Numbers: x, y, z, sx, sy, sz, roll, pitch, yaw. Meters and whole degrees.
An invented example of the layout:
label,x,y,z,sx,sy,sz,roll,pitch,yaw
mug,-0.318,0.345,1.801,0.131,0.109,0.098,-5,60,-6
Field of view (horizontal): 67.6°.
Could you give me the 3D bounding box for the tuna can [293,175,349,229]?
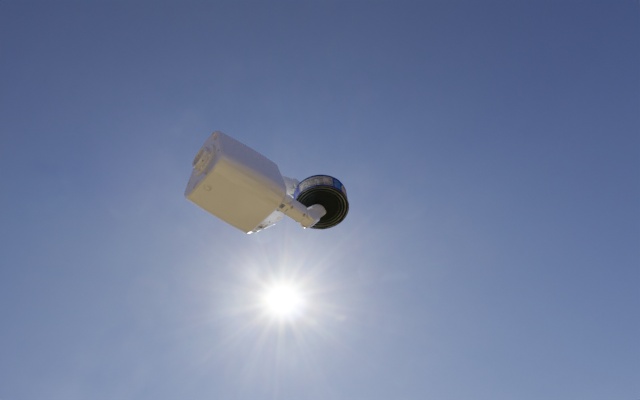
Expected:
label,x,y,z,sx,sy,sz,roll,pitch,yaw
tuna can,0.000,0.002,0.742,0.086,0.086,0.033,0,38,-4
